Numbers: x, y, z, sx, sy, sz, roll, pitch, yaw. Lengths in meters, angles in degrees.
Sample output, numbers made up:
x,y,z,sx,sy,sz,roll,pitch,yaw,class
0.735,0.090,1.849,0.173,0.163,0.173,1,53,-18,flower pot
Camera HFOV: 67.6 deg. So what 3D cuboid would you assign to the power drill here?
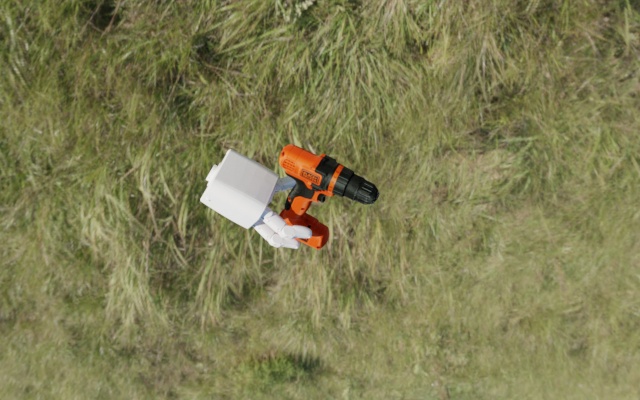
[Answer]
x,y,z,sx,sy,sz,roll,pitch,yaw,class
0.000,0.003,0.870,0.184,0.188,0.057,27,43,9,power drill
